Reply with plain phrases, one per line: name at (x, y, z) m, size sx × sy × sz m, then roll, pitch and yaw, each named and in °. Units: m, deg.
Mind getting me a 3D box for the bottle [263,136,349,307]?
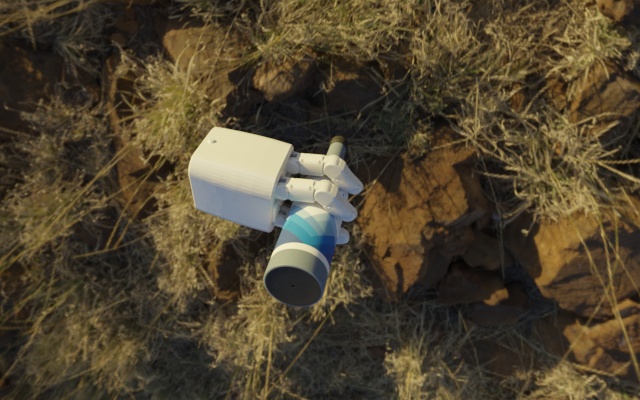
bottle at (0.000, 0.002, 0.620) m, size 0.069 × 0.069 × 0.295 m, roll 0°, pitch 38°, yaw 15°
